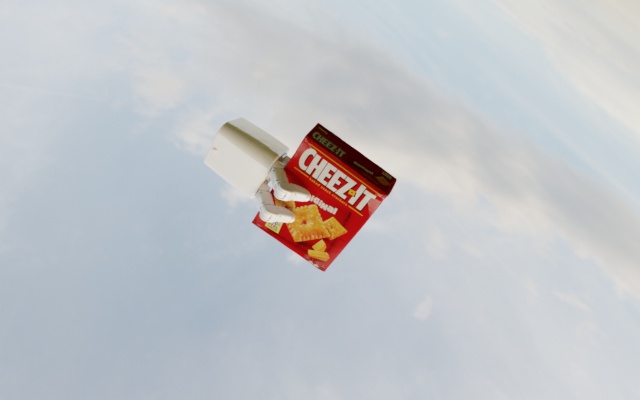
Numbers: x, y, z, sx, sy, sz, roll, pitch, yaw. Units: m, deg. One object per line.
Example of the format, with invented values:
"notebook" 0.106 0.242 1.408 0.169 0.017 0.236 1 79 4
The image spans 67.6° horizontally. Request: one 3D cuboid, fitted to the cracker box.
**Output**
"cracker box" 0.000 0.003 0.823 0.164 0.214 0.072 35 36 -1
